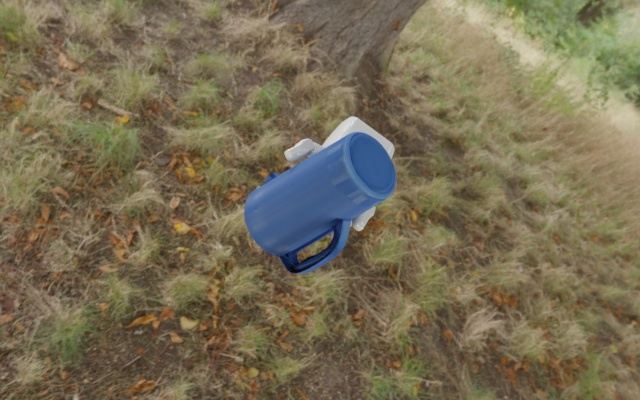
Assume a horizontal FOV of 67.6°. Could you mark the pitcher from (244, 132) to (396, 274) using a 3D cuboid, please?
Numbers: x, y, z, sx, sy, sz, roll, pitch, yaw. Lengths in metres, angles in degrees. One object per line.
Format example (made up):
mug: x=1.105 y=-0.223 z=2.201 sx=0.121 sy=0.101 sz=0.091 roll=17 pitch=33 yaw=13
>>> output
pitcher: x=0.000 y=0.002 z=0.751 sx=0.243 sy=0.149 sz=0.145 roll=-30 pitch=18 yaw=42
